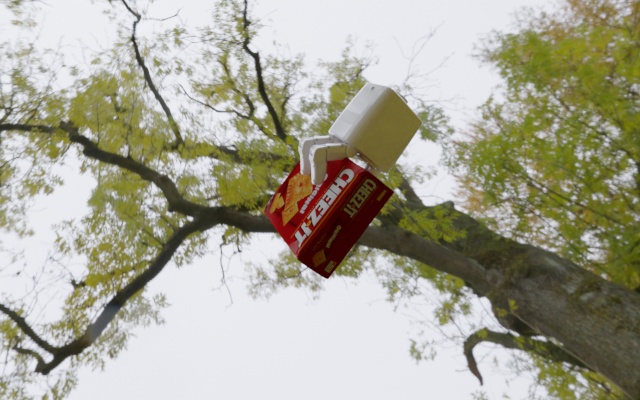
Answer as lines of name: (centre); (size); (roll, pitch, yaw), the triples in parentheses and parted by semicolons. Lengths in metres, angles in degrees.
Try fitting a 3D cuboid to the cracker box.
cracker box: (0.000, 0.003, 0.773); (0.072, 0.164, 0.213); (35, 3, -27)
